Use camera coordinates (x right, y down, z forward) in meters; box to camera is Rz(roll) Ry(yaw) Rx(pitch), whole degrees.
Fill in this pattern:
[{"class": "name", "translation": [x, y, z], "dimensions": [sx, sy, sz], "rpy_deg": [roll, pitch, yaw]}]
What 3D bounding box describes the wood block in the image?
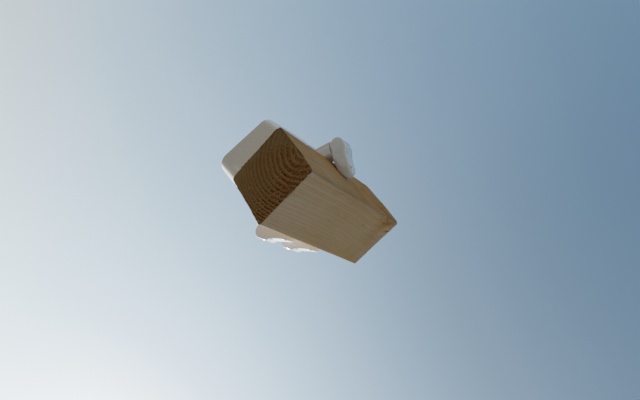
[{"class": "wood block", "translation": [0.000, 0.002, 0.626], "dimensions": [0.206, 0.091, 0.090], "rpy_deg": [28, 21, -50]}]
